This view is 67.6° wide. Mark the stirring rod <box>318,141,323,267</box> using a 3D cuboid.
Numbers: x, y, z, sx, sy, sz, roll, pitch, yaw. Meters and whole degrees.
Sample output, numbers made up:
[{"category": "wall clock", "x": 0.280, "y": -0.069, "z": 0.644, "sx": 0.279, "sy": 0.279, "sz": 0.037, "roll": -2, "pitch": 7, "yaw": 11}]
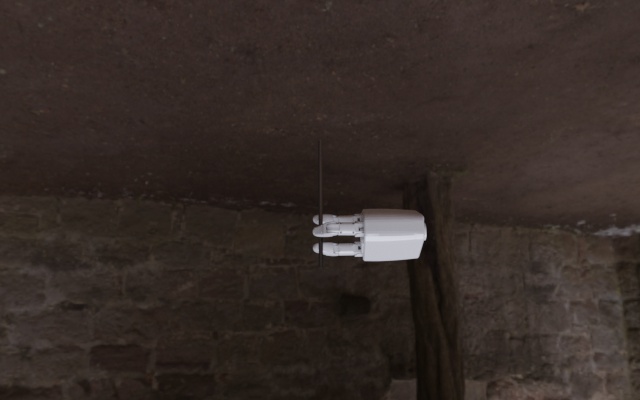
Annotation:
[{"category": "stirring rod", "x": 0.000, "y": 0.003, "z": 0.893, "sx": 0.011, "sy": 0.239, "sz": 0.011, "roll": 0, "pitch": -13, "yaw": 0}]
